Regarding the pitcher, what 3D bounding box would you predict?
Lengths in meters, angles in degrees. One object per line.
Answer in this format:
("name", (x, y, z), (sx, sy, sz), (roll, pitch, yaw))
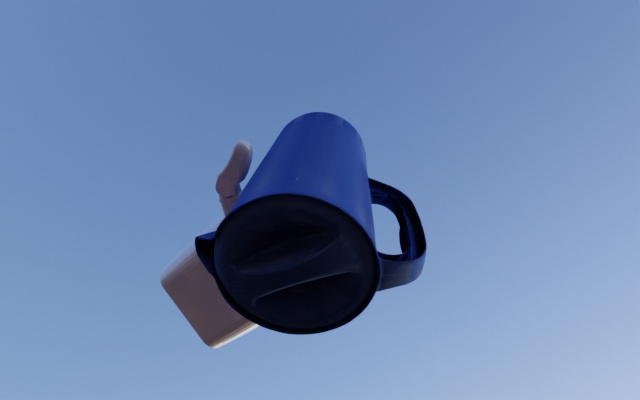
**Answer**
("pitcher", (0.000, 0.002, 0.466), (0.145, 0.149, 0.242), (-38, 19, 23))
